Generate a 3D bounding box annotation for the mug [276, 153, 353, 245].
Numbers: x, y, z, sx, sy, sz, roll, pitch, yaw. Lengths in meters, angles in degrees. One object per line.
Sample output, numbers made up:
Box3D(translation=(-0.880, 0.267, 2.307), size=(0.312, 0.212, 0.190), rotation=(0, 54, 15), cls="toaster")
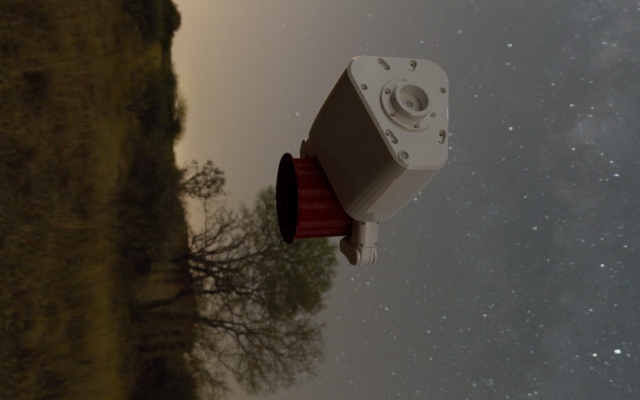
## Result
Box3D(translation=(0.000, 0.002, 0.507), size=(0.081, 0.093, 0.117), rotation=(-1, -21, -18), cls="mug")
